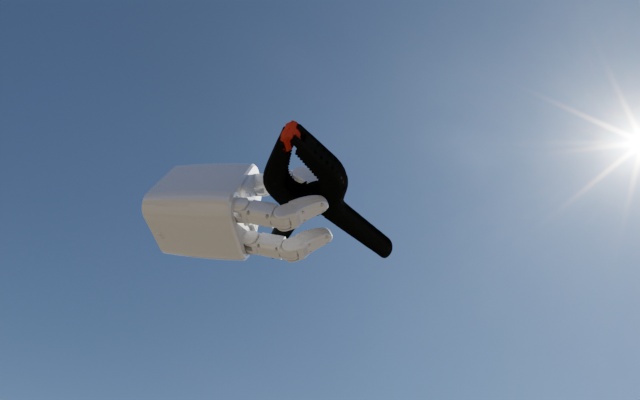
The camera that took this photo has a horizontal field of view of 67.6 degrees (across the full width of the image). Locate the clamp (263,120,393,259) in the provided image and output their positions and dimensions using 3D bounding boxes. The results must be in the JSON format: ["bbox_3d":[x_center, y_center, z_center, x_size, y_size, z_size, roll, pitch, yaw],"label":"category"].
[{"bbox_3d":[0.000,0.001,0.548,0.164,0.036,0.210,2,-44,10],"label":"clamp"}]
